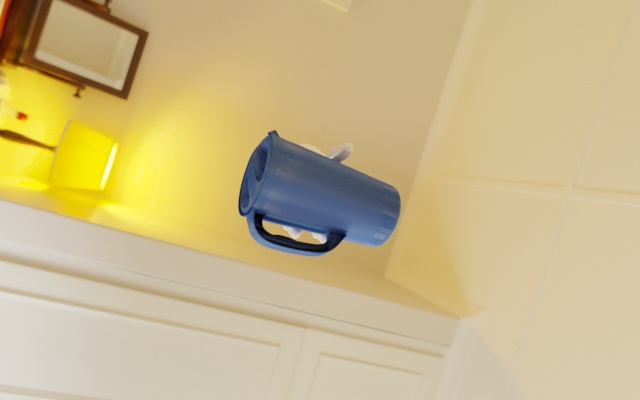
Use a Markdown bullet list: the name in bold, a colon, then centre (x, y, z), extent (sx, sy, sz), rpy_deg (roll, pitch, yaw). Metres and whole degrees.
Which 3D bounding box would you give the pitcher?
- **pitcher**: centre (0.000, 0.002, 0.750), extent (0.243, 0.149, 0.145), rpy_deg (18, 14, -21)
